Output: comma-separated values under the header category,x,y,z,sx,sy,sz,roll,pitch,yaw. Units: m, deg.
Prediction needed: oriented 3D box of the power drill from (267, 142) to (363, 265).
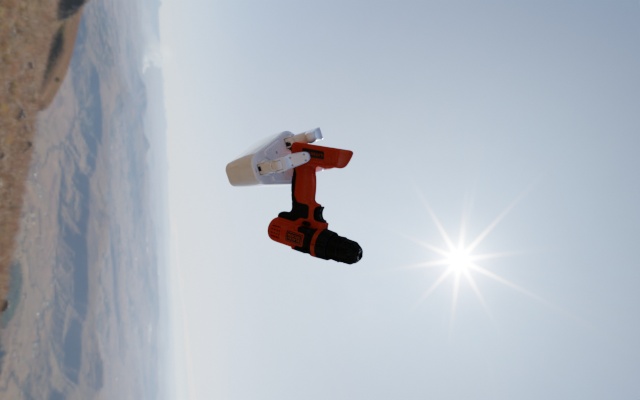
category,x,y,z,sx,sy,sz,roll,pitch,yaw
power drill,0.000,0.002,0.799,0.184,0.187,0.057,14,7,30
